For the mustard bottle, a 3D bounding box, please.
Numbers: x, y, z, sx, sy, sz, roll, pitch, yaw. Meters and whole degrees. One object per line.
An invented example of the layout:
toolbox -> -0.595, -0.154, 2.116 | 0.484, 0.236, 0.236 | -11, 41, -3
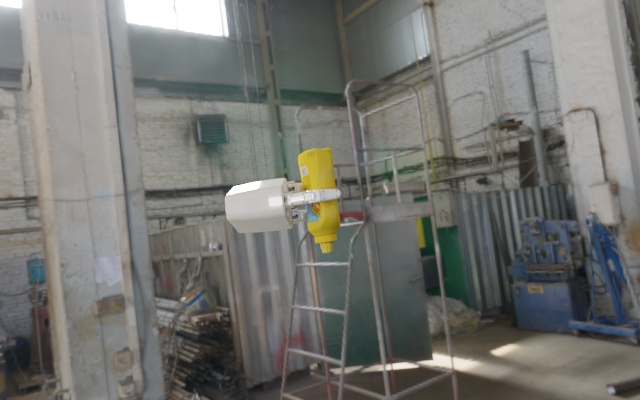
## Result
mustard bottle -> 0.000, 0.003, 0.896 | 0.058, 0.191, 0.096 | -6, -4, -23
